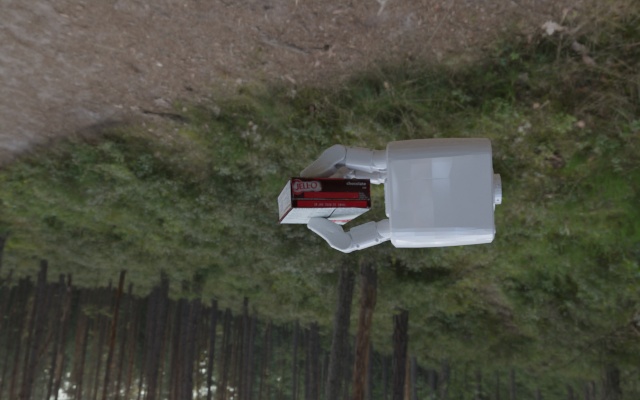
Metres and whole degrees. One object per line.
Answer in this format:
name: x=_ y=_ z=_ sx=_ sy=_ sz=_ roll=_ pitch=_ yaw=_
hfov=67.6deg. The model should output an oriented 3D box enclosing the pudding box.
pudding box: x=0.000 y=0.002 z=0.558 sx=0.090 sy=0.039 sz=0.113 roll=2 pitch=-13 yaw=-13
